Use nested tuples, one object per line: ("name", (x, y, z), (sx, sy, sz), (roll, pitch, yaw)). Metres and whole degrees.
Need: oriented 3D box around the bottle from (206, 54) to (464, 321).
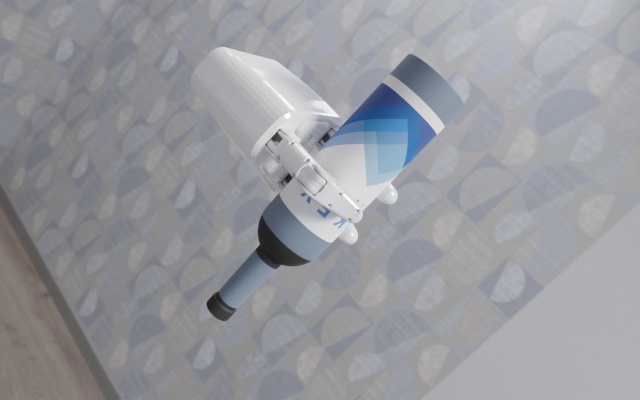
("bottle", (0.000, 0.001, 0.437), (0.069, 0.296, 0.069), (42, 10, -9))
